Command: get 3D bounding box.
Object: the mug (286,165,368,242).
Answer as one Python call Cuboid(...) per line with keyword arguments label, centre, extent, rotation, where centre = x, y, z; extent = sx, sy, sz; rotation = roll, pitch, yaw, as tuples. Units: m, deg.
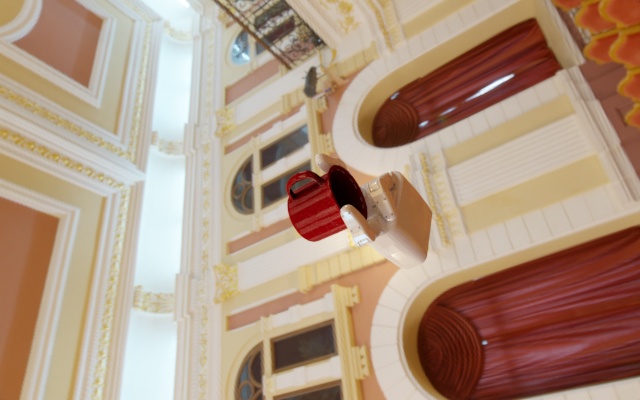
Cuboid(label="mug", centre=(-0.001, 0.002, 0.666), extent=(0.081, 0.093, 0.117), rotation=(-27, -48, 28))
